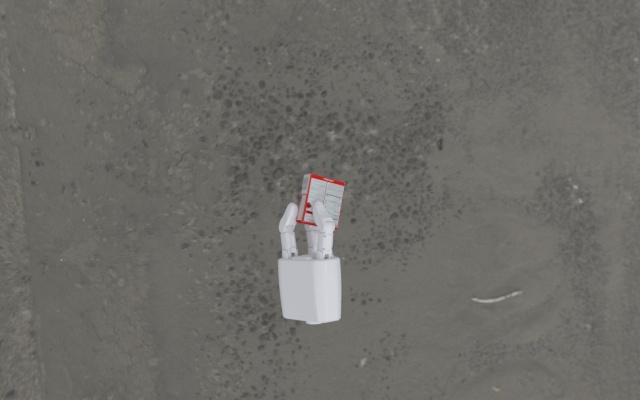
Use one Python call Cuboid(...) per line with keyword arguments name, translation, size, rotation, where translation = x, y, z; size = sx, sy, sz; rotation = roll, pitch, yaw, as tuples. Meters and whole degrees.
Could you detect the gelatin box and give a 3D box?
Cuboid(name="gelatin box", translation=(0.000, 0.002, 0.850), size=(0.073, 0.089, 0.030), rotation=(13, -6, -28))
